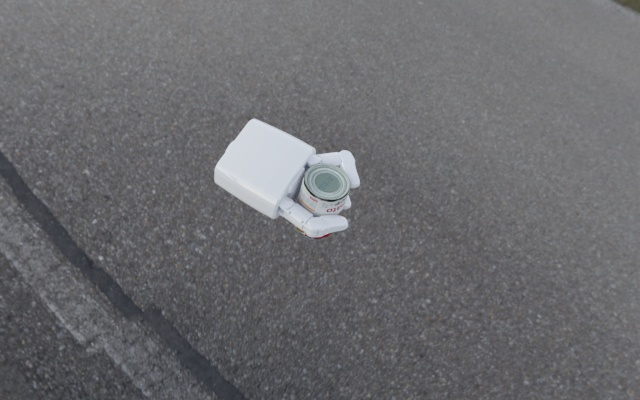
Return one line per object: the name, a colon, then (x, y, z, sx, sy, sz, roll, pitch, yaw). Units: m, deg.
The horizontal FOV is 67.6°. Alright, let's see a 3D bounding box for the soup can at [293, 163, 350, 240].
soup can: (0.001, 0.002, 0.695, 0.068, 0.068, 0.102, 0, -36, -14)
